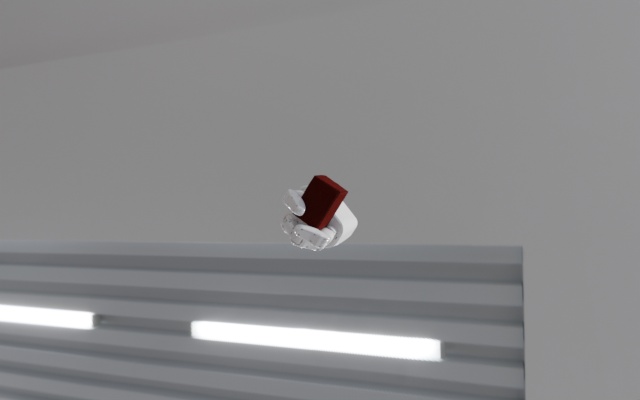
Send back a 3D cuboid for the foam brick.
[{"bbox_3d":[0.000,0.002,0.794,0.053,0.078,0.051,36,15,15],"label":"foam brick"}]
